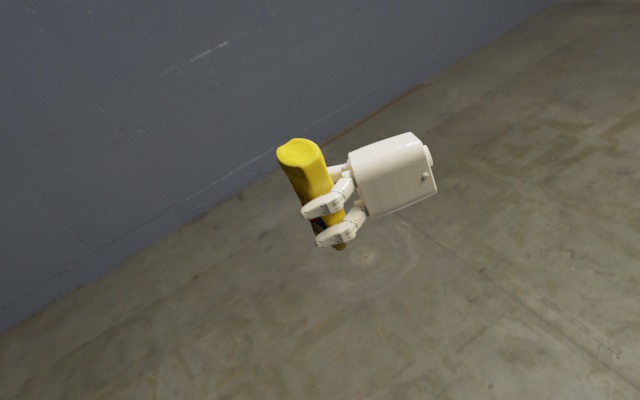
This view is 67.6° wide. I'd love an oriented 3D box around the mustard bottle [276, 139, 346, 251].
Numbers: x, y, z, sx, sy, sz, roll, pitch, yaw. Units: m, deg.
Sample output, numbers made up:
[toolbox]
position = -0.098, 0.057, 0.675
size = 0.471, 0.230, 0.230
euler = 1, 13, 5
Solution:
[mustard bottle]
position = 0.000, 0.002, 0.727
size = 0.058, 0.192, 0.096
euler = -34, 33, -13
